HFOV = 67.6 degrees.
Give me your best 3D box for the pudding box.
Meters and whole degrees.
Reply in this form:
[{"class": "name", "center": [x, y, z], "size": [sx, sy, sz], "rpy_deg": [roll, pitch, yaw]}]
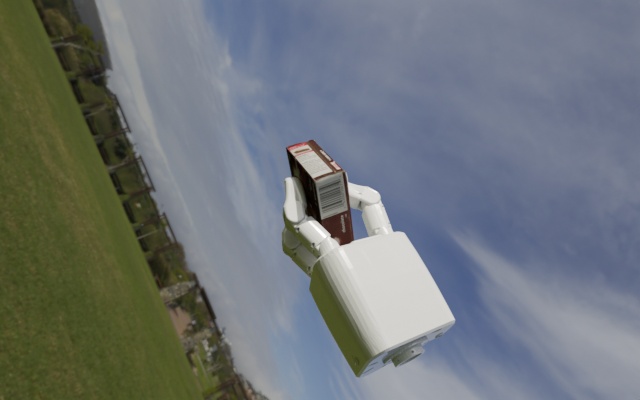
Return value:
[{"class": "pudding box", "center": [0.000, 0.002, 0.527], "size": [0.039, 0.114, 0.090], "rpy_deg": [-17, 33, -16]}]
